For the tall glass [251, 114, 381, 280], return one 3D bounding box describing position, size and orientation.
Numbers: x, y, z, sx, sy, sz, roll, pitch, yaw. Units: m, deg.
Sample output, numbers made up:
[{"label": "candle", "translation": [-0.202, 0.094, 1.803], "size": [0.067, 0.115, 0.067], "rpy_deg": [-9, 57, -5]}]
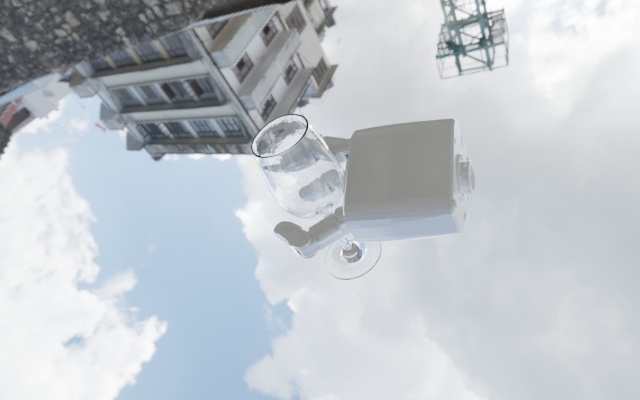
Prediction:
[{"label": "tall glass", "translation": [0.000, 0.002, 0.521], "size": [0.079, 0.079, 0.201], "rpy_deg": [0, -40, 32]}]
